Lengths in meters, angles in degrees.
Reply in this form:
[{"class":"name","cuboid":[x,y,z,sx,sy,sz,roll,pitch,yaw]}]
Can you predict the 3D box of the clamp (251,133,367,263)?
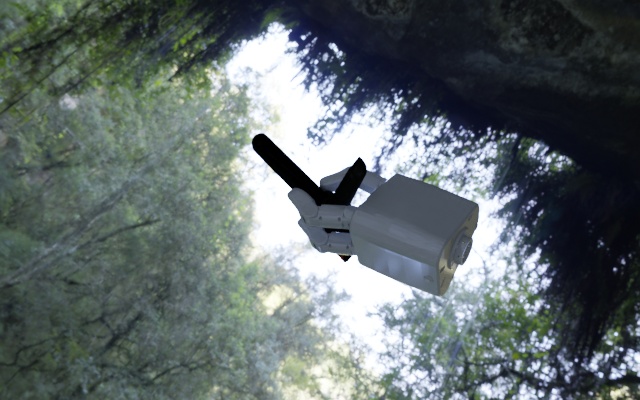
[{"class":"clamp","cuboid":[0.001,0.002,0.606,0.164,0.036,0.210,24,-30,31]}]
